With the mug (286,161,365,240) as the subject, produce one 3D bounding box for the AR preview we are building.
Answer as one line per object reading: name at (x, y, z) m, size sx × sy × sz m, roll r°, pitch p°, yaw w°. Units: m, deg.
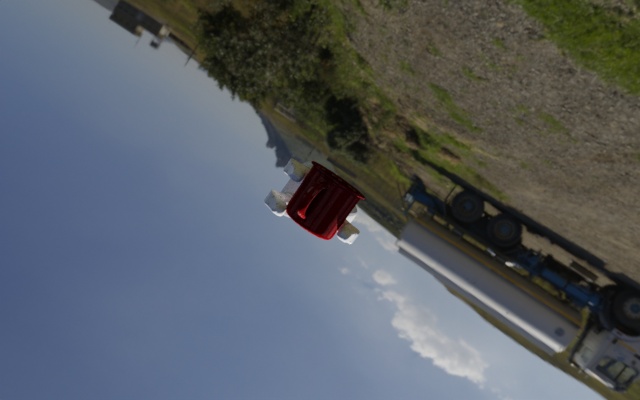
mug at (0.000, 0.002, 0.672) m, size 0.093 × 0.081 × 0.117 m, roll 37°, pitch 8°, yaw 14°
